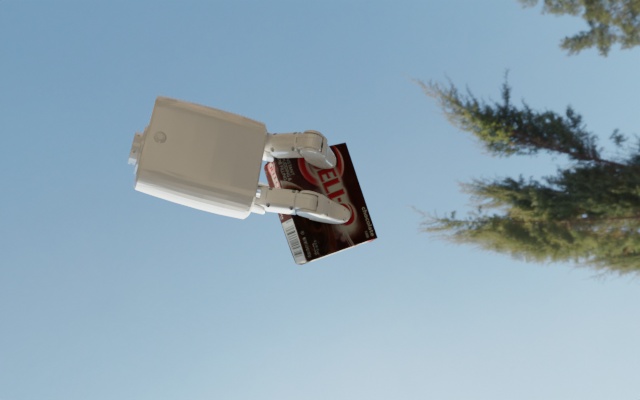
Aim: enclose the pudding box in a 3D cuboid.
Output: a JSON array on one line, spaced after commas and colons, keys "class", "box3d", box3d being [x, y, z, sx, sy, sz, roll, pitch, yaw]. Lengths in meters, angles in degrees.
[{"class": "pudding box", "box3d": [0.000, 0.002, 0.505, 0.090, 0.113, 0.039, -16, -3, -28]}]
